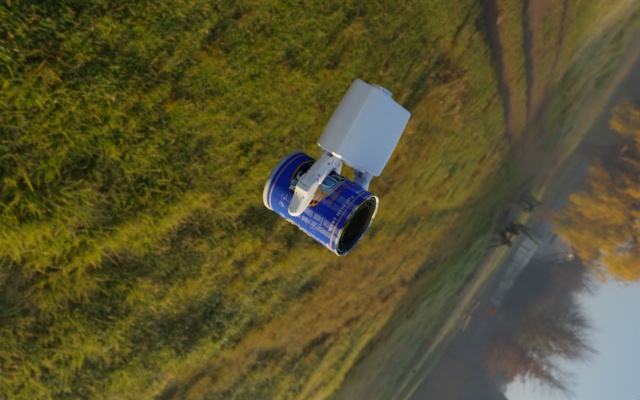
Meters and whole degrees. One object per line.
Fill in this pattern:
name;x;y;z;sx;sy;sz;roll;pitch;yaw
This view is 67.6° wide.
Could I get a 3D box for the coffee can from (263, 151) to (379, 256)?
coffee can;0.000;0.002;0.712;0.140;0.103;0.103;33;14;23
